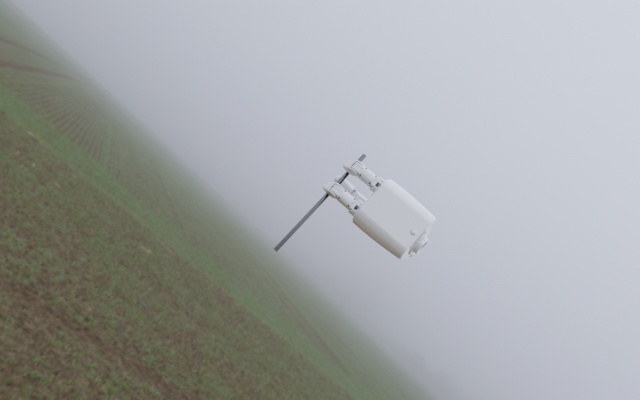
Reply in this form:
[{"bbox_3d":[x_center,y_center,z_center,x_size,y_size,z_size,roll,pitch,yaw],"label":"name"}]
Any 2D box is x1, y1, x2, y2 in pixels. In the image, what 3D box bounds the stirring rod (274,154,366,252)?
[{"bbox_3d":[0.000,0.003,0.870,0.011,0.239,0.011,43,-7,6],"label":"stirring rod"}]
